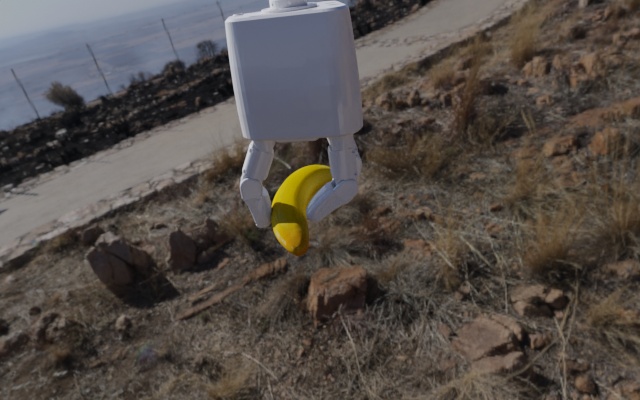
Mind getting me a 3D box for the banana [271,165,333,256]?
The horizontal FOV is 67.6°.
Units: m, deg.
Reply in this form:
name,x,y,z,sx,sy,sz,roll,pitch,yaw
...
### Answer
name,x,y,z,sx,sy,sz,roll,pitch,yaw
banana,-0.016,-0.002,0.528,0.069,0.037,0.197,6,27,18
